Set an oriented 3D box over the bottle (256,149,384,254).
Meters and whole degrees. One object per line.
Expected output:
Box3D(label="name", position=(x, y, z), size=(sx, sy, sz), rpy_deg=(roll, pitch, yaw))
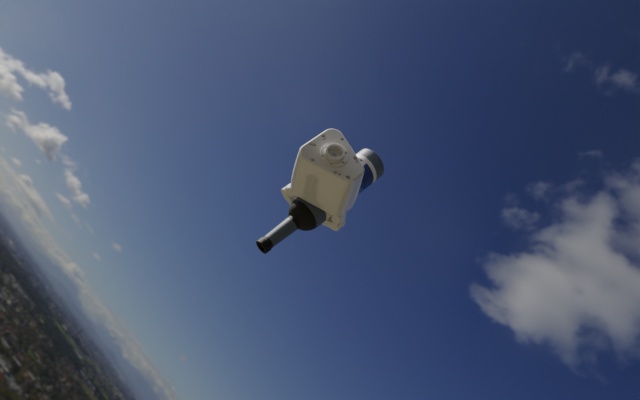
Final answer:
Box3D(label="bottle", position=(0.000, 0.003, 0.895), size=(0.295, 0.069, 0.069), rpy_deg=(-37, 20, -28))
